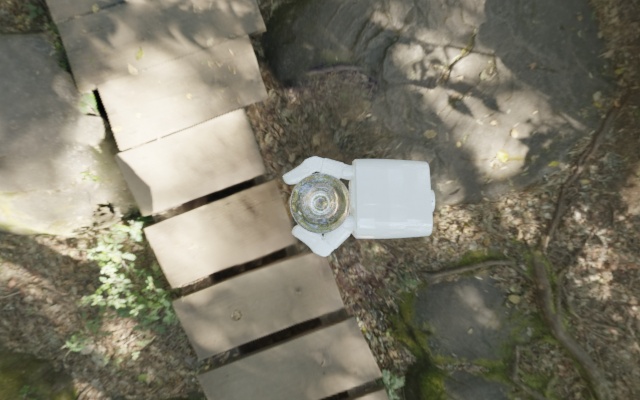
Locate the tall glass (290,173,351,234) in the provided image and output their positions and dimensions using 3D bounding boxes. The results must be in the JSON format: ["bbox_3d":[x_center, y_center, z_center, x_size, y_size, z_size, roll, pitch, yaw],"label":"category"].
[{"bbox_3d":[0.000,0.002,0.680,0.079,0.079,0.201,0,1,0],"label":"tall glass"}]
